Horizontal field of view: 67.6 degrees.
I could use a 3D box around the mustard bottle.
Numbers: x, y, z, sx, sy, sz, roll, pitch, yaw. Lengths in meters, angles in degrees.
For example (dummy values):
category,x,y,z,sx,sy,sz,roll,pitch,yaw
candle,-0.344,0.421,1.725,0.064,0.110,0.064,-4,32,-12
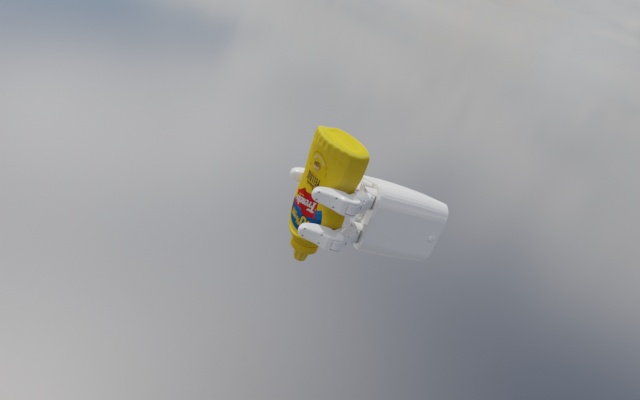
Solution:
category,x,y,z,sx,sy,sz,roll,pitch,yaw
mustard bottle,0.000,0.002,0.655,0.058,0.192,0.096,2,31,-35
